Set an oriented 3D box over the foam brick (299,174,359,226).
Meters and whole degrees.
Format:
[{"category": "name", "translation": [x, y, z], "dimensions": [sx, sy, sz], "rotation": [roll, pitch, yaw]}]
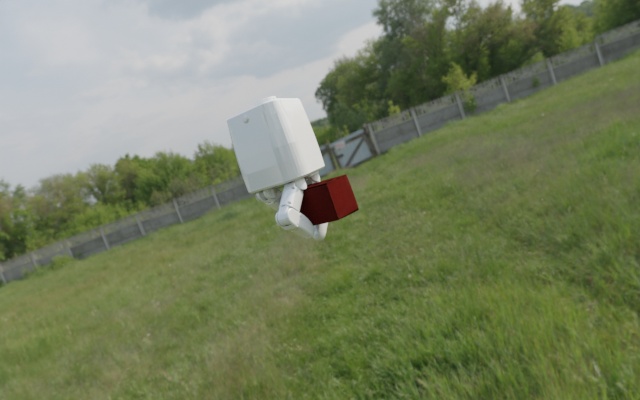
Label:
[{"category": "foam brick", "translation": [0.000, 0.002, 0.638], "dimensions": [0.078, 0.051, 0.053], "rotation": [-14, 6, 37]}]
